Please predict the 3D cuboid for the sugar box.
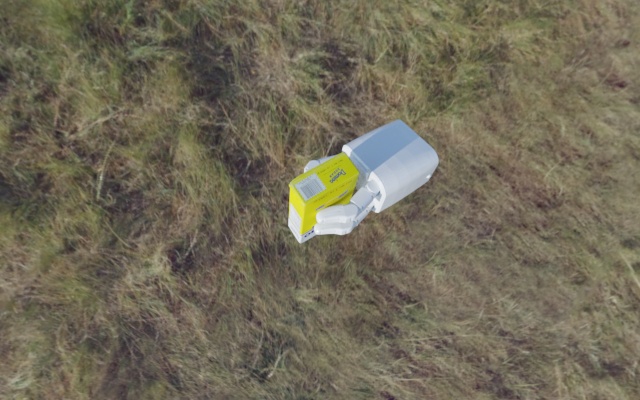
[{"bbox_3d":[0.001,0.003,0.720,0.093,0.048,0.176,-30,-19,-14],"label":"sugar box"}]
